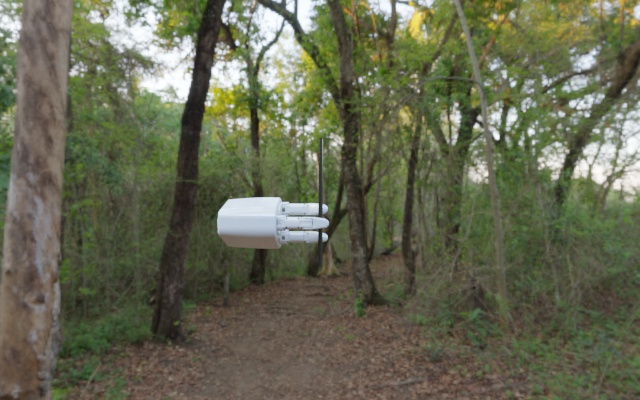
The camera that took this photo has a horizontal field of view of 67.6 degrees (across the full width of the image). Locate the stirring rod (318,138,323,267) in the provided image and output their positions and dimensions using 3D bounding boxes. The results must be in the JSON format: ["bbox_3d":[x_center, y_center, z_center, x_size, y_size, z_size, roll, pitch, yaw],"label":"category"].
[{"bbox_3d":[0.000,0.003,0.893,0.011,0.239,0.011,0,-3,0],"label":"stirring rod"}]
